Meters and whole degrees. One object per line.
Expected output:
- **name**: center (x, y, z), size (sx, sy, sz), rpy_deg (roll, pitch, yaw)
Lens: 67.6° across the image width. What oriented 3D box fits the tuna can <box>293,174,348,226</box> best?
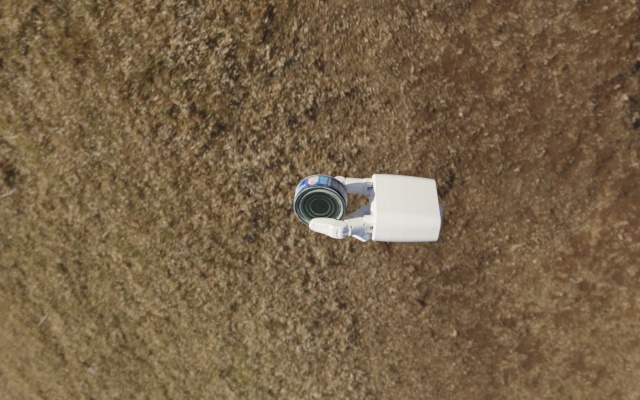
- **tuna can**: center (0.000, 0.003, 0.763), size (0.086, 0.086, 0.033), rpy_deg (0, 36, 6)
